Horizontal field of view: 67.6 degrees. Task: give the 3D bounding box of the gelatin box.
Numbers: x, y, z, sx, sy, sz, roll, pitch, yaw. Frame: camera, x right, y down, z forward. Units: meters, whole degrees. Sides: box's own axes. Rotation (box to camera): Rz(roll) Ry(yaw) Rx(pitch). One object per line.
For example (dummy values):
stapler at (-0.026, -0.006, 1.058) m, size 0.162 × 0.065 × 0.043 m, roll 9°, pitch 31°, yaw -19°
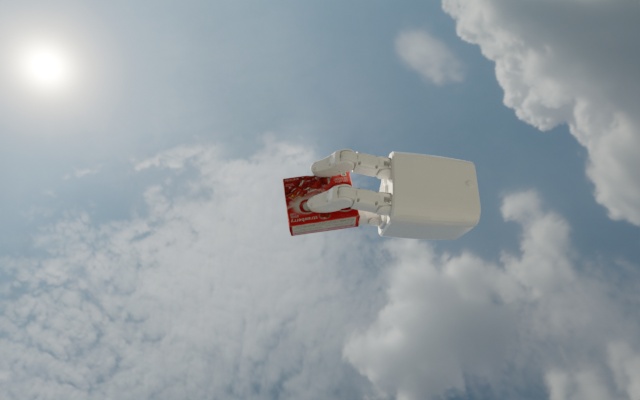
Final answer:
gelatin box at (0.000, 0.002, 0.610) m, size 0.089 × 0.073 × 0.030 m, roll -8°, pitch -33°, yaw -4°
